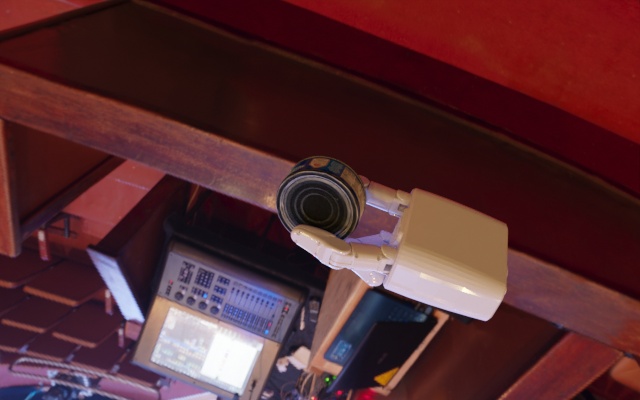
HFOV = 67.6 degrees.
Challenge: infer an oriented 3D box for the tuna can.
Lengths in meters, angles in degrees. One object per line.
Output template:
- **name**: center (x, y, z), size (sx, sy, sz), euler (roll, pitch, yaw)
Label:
- **tuna can**: center (0.000, 0.002, 0.469), size (0.086, 0.086, 0.033), euler (0, 28, 18)
